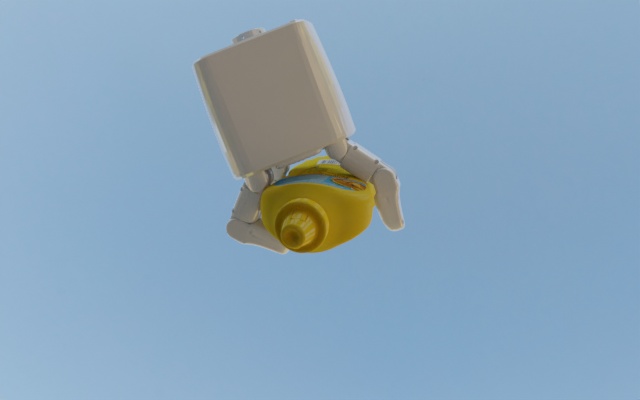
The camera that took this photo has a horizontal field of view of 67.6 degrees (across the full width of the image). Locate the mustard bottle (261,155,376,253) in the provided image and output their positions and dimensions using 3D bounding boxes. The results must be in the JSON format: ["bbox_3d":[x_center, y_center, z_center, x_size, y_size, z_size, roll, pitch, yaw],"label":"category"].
[{"bbox_3d":[0.000,0.002,0.425,0.096,0.058,0.191,6,15,11],"label":"mustard bottle"}]
